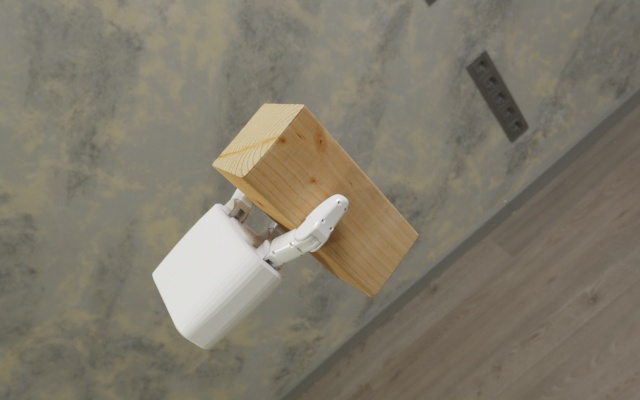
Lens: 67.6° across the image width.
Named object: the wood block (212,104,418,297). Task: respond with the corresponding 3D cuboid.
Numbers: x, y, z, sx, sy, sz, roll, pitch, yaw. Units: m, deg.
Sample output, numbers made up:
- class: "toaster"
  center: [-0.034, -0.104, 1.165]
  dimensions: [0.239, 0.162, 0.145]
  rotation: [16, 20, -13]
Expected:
- class: "wood block"
  center: [0.000, 0.002, 0.511]
  dimensions: [0.206, 0.090, 0.091]
  rotation: [45, -13, -30]
